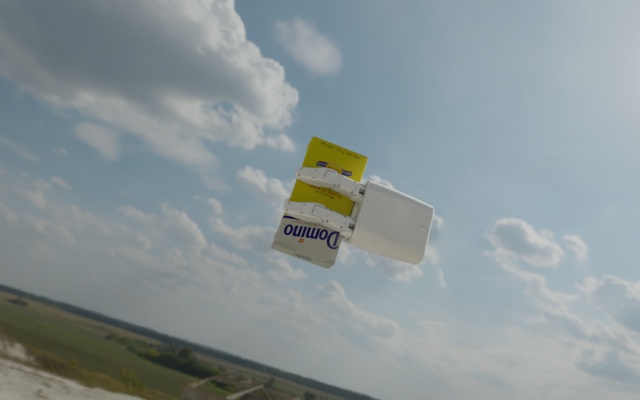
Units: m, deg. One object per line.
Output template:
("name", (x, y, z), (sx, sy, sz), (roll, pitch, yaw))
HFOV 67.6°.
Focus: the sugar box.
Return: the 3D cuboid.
("sugar box", (0.000, 0.002, 0.705), (0.093, 0.176, 0.048), (20, -21, -5))
